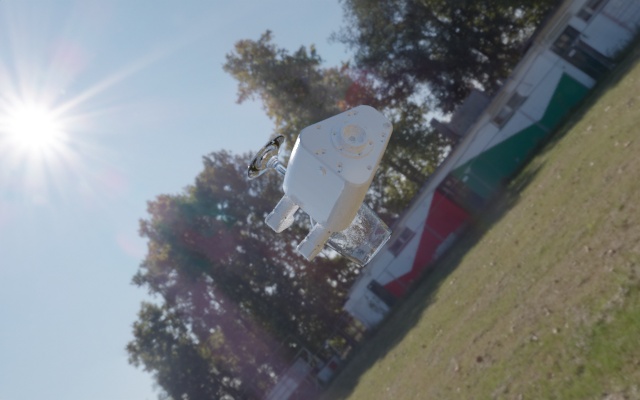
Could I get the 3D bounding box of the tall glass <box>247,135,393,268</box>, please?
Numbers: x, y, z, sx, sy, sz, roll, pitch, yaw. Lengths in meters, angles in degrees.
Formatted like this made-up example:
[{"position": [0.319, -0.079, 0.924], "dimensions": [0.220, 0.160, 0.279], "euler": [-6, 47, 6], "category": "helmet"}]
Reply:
[{"position": [0.000, 0.002, 0.639], "dimensions": [0.201, 0.079, 0.079], "euler": [40, 9, 10], "category": "tall glass"}]
